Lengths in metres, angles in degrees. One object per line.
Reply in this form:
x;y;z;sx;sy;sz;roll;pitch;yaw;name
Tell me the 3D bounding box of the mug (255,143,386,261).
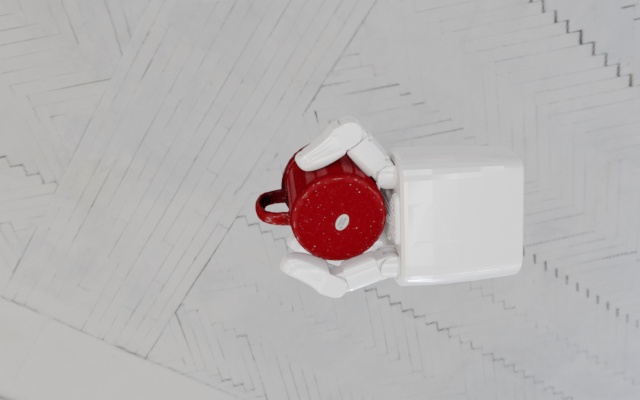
-0.001;0.002;0.427;0.117;0.093;0.081;-4;24;-4;mug
